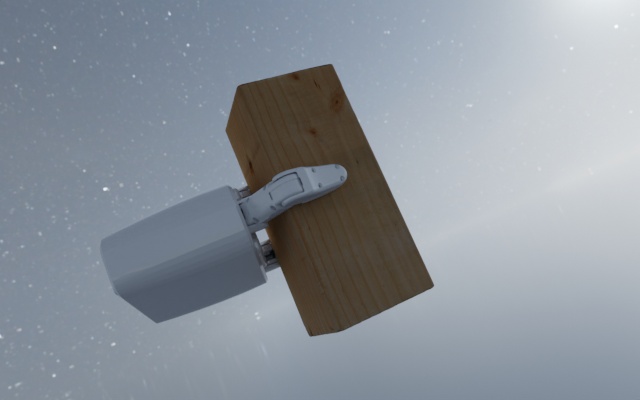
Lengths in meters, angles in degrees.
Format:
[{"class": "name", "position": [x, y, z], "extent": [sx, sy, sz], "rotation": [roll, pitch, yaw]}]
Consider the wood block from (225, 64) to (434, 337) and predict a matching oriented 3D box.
[{"class": "wood block", "position": [0.000, 0.001, 0.414], "extent": [0.090, 0.206, 0.091], "rotation": [-19, -10, -23]}]
